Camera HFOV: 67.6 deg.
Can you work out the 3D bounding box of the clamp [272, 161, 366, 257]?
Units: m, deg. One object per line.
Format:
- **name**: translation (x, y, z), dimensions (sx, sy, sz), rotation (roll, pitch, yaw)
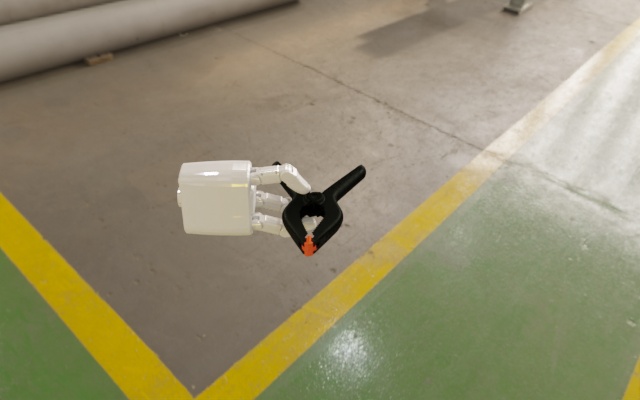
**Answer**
- **clamp**: translation (0.000, 0.002, 0.764), dimensions (0.164, 0.036, 0.209), rotation (-3, 41, -1)
